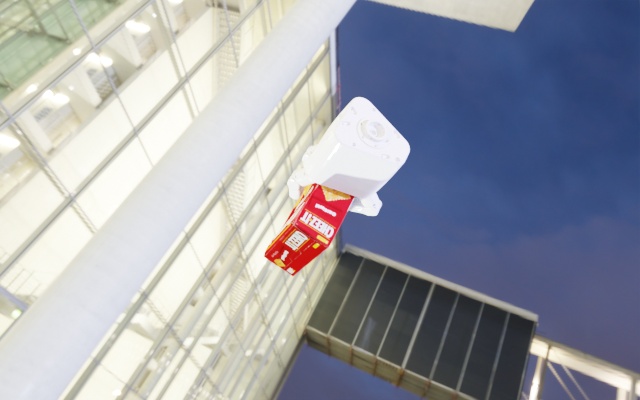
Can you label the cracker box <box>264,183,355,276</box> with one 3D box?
[{"bbox_3d":[0.000,0.003,0.796,0.072,0.213,0.164,33,-32,-5],"label":"cracker box"}]
